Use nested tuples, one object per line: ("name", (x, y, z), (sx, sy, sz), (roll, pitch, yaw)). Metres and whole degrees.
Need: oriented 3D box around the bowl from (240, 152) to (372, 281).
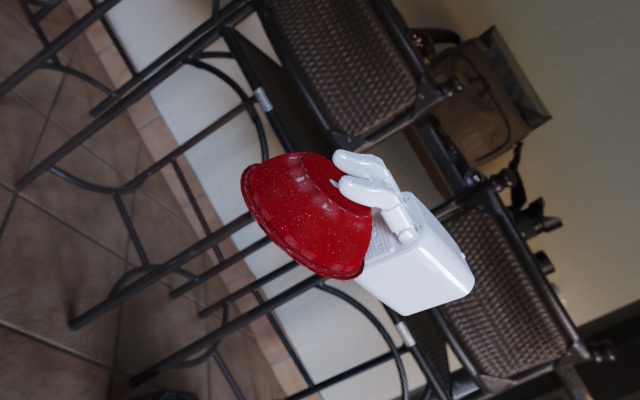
("bowl", (-0.001, 0.001, 0.485), (0.055, 0.162, 0.162), (-48, -23, 23))
